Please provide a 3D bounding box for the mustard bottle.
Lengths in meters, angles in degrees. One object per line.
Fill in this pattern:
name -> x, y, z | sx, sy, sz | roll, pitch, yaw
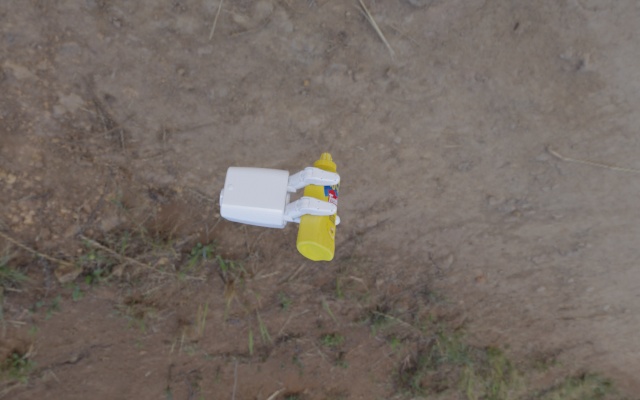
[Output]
mustard bottle -> 0.000, 0.003, 0.841 | 0.058, 0.191, 0.096 | -3, -26, 20
